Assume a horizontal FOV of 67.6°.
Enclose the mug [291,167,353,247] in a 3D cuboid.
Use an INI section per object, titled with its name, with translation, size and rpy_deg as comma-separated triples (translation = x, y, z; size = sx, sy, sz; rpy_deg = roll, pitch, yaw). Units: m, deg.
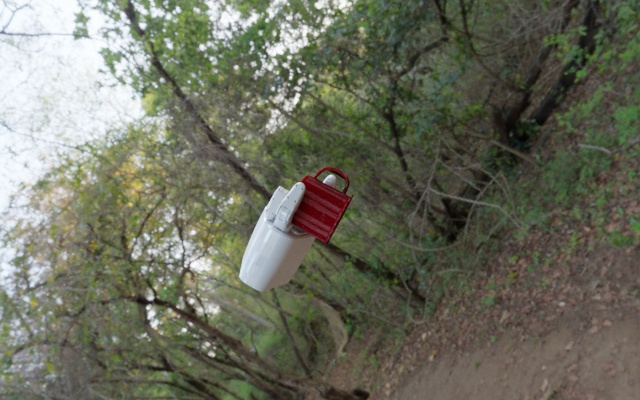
[mug]
translation = 0.001, 0.001, 0.749
size = 0.081, 0.117, 0.093
rpy_deg = 29, 12, 4
